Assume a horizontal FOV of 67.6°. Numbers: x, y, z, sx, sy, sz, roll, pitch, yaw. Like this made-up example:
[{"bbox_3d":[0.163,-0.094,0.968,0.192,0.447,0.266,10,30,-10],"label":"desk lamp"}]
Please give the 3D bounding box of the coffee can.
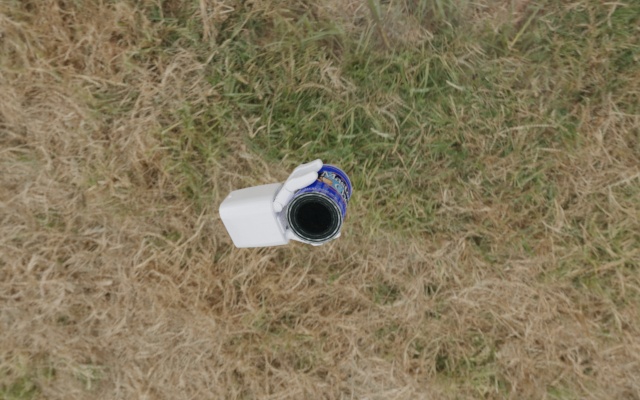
[{"bbox_3d":[0.000,0.003,0.895,0.103,0.103,0.140,0,24,11],"label":"coffee can"}]
